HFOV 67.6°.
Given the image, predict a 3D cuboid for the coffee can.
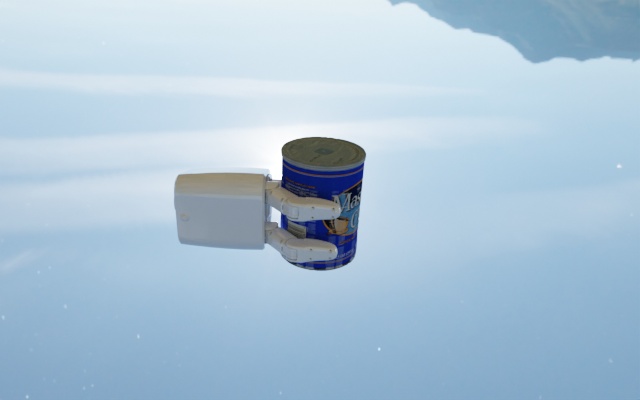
[{"bbox_3d":[0.000,0.002,0.602,0.103,0.140,0.102,3,26,-1],"label":"coffee can"}]
